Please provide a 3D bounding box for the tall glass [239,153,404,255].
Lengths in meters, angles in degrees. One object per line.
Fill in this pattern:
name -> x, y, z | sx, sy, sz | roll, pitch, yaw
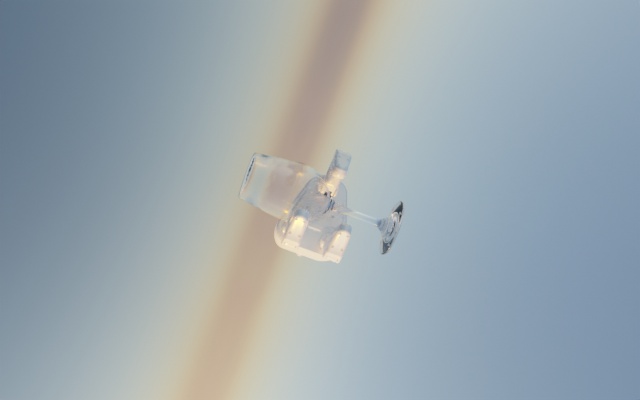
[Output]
tall glass -> 0.001, 0.002, 0.613 | 0.201, 0.079, 0.079 | 20, -2, -5
